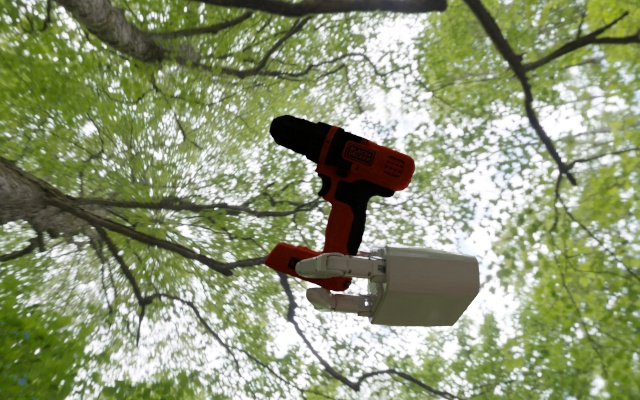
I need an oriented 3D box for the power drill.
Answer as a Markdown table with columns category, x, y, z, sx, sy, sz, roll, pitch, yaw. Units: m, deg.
| category | x | y | z | sx | sy | sz | roll | pitch | yaw |
| --- | --- | --- | --- | --- | --- | --- | --- | --- | --- |
| power drill | 0.000 | 0.002 | 0.574 | 0.184 | 0.187 | 0.057 | 20 | -2 | 9 |
